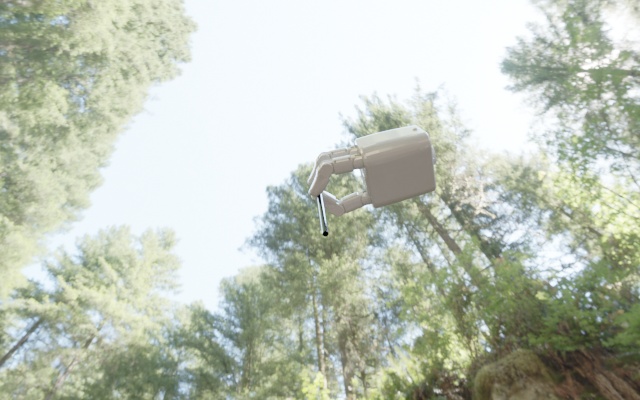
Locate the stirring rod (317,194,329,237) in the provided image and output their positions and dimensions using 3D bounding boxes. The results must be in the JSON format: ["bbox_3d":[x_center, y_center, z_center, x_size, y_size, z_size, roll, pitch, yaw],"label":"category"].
[{"bbox_3d":[0.000,0.002,0.717,0.011,0.011,0.239,0,19,-3],"label":"stirring rod"}]
